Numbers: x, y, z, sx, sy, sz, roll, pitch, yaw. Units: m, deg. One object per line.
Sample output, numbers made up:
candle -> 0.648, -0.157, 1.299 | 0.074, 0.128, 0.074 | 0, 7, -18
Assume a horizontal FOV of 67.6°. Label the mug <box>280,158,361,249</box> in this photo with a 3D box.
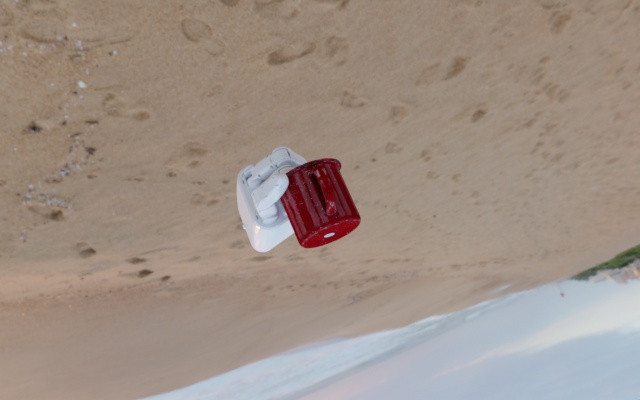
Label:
mug -> 0.000, 0.001, 0.575 | 0.093, 0.081, 0.117 | -18, -19, -16
